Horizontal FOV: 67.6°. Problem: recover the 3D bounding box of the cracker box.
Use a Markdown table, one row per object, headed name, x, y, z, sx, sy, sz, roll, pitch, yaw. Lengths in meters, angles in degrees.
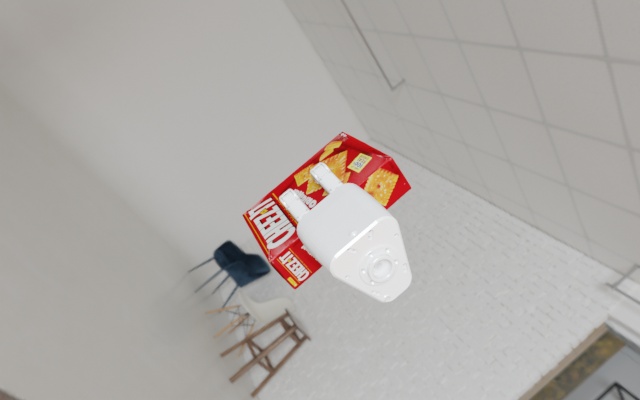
| name | x | y | z | sx | sy | sz | roll | pitch | yaw |
| --- | --- | --- | --- | --- | --- | --- | --- | --- | --- |
| cracker box | 0.000 | 0.002 | 0.701 | 0.213 | 0.072 | 0.164 | -40 | 30 | -3 |
